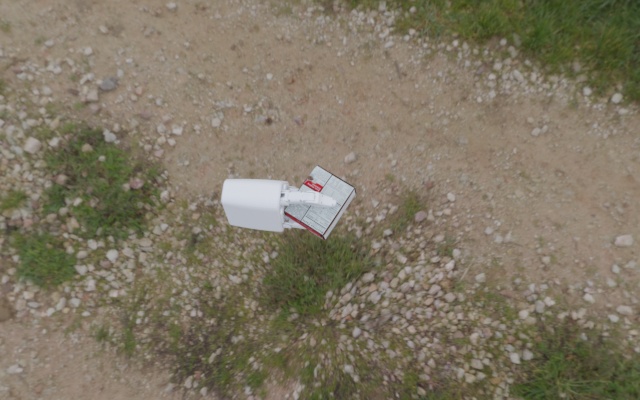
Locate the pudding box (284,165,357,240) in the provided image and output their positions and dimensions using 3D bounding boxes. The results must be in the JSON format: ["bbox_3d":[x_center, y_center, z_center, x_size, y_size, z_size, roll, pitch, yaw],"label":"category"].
[{"bbox_3d":[0.000,0.003,0.883,0.090,0.113,0.039,32,-10,12],"label":"pudding box"}]
